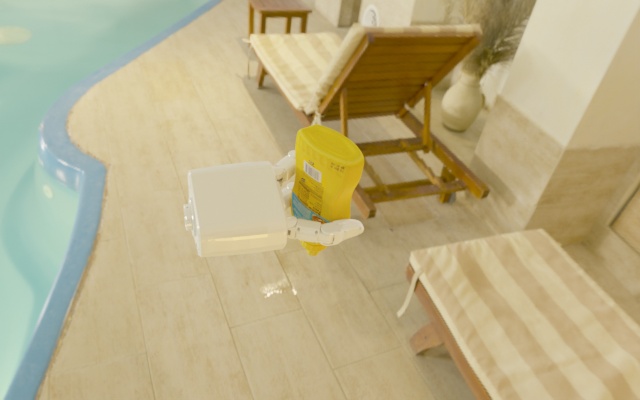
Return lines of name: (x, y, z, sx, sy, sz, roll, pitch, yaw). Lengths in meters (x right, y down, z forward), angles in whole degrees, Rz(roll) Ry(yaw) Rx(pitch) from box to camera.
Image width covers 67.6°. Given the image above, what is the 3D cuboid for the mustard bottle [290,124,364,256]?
mustard bottle: (0.000, 0.002, 0.641, 0.058, 0.192, 0.096, -26, 50, -37)
